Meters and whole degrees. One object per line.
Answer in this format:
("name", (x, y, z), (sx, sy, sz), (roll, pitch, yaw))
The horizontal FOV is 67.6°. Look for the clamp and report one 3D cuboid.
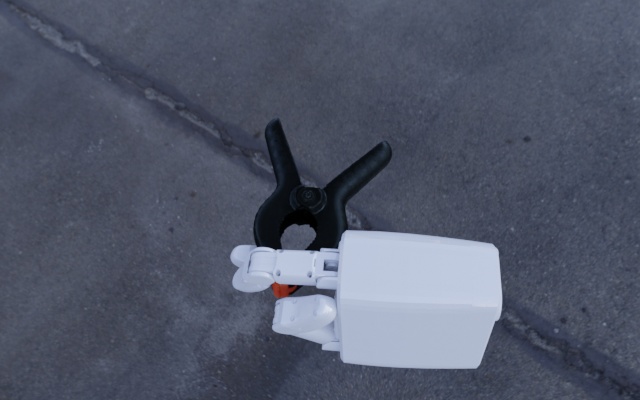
("clamp", (0.000, 0.001, 0.413), (0.120, 0.171, 0.039), (2, -29, 7))
